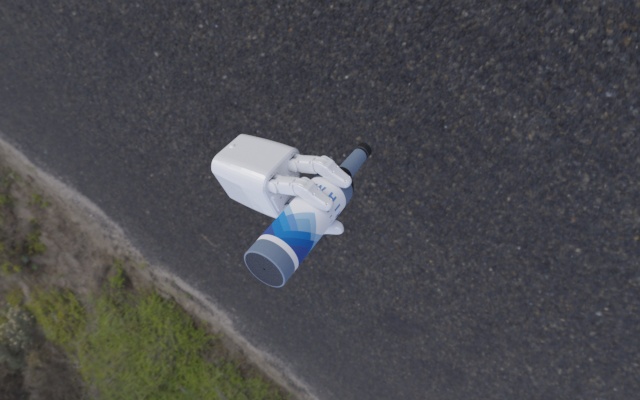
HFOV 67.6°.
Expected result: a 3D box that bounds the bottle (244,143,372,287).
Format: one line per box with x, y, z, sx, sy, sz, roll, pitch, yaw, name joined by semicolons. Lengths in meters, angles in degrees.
0.000;0.003;0.722;0.069;0.069;0.295;0;38;40;bottle
